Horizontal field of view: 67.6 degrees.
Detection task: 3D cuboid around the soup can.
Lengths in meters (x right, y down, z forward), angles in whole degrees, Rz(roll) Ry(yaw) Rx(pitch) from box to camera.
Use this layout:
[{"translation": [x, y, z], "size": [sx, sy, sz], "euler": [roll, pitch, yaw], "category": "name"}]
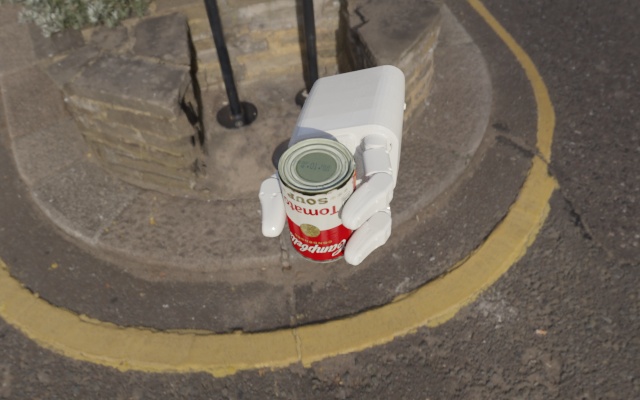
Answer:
[{"translation": [0.000, 0.002, 0.439], "size": [0.068, 0.068, 0.102], "euler": [0, -40, 5], "category": "soup can"}]
